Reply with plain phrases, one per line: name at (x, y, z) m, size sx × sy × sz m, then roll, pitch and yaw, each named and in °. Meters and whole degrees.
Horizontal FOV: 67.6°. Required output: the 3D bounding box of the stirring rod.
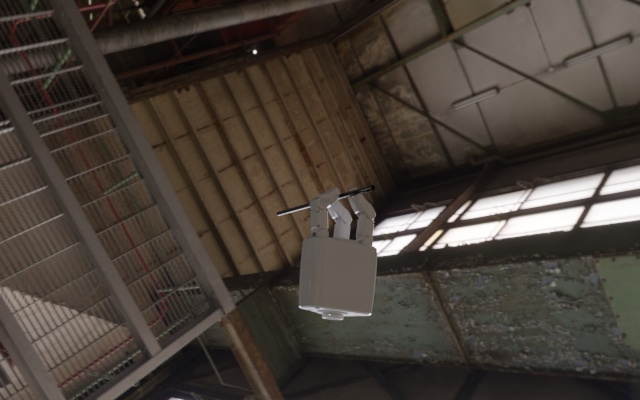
stirring rod at (0.000, 0.003, 0.805) m, size 0.011 × 0.011 × 0.239 m, roll 0°, pitch -11°, yaw -42°
